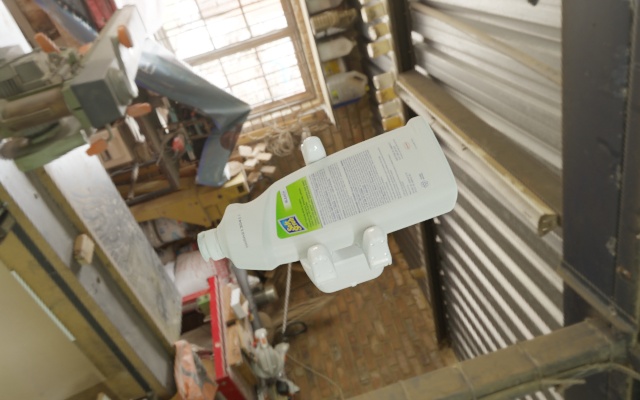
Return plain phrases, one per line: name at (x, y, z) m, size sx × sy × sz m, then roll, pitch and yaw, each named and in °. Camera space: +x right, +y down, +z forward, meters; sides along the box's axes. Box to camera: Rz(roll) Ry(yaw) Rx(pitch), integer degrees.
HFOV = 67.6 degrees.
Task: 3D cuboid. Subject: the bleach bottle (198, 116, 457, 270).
bleach bottle at (0.000, 0.002, 0.480) m, size 0.251 × 0.102 × 0.068 m, roll -18°, pitch -28°, yaw -1°
